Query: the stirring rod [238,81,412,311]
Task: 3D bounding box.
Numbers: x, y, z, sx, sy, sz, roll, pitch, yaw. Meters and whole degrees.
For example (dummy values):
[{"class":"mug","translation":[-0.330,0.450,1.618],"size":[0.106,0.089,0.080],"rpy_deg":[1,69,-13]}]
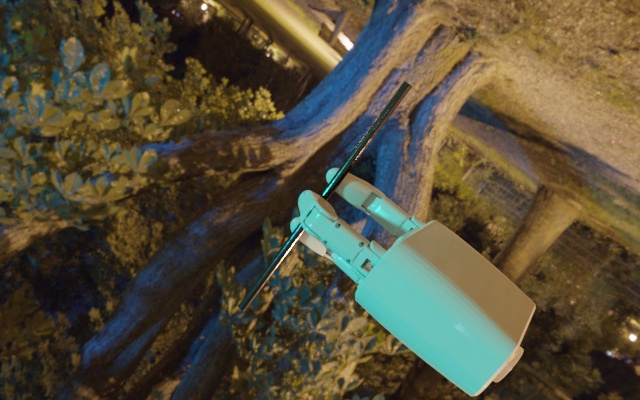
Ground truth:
[{"class":"stirring rod","translation":[0.000,0.001,0.405],"size":[0.011,0.239,0.011],"rpy_deg":[35,11,-8]}]
